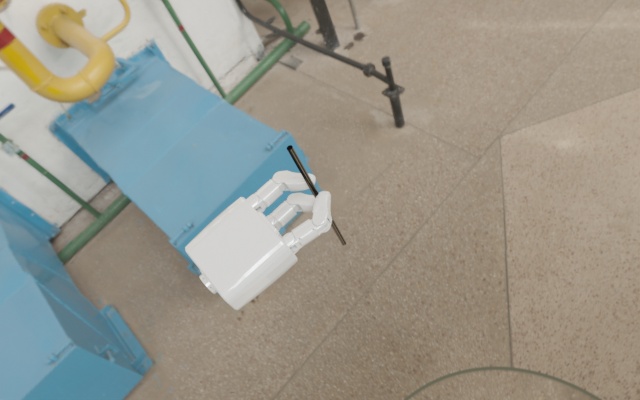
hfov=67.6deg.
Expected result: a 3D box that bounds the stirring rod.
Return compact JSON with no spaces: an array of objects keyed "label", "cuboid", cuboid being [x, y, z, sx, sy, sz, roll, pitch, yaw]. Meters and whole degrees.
[{"label":"stirring rod","cuboid":[0.000,0.002,0.677,0.011,0.011,0.240,0,-34,22]}]
